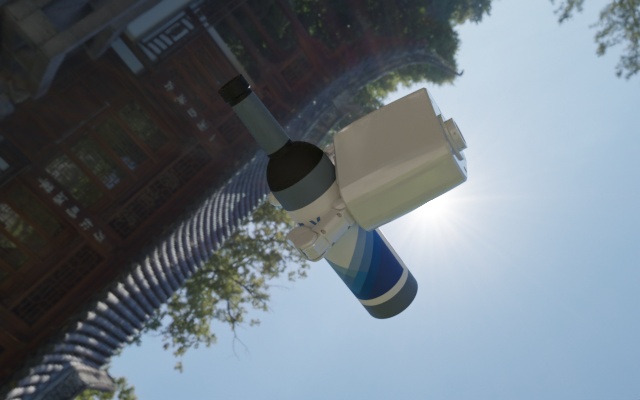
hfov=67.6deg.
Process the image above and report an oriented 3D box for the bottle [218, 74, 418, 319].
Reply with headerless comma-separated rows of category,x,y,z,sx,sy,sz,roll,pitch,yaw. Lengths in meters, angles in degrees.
bottle,0.000,0.002,0.488,0.069,0.296,0.069,-31,24,15
